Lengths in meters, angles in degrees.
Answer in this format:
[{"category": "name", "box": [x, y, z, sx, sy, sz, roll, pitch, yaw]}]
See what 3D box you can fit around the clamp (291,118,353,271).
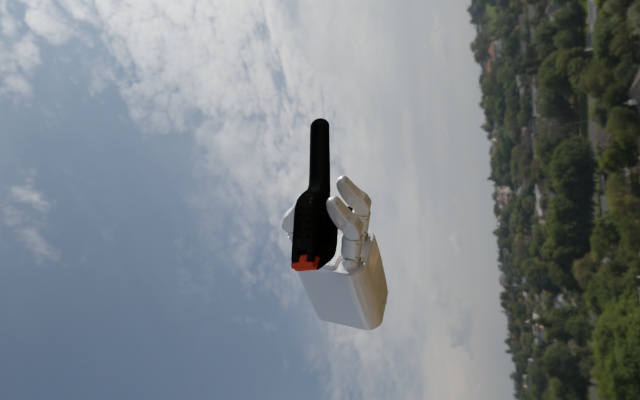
[{"category": "clamp", "box": [-0.001, 0.003, 0.606, 0.036, 0.165, 0.210, -8, 29, 21]}]
